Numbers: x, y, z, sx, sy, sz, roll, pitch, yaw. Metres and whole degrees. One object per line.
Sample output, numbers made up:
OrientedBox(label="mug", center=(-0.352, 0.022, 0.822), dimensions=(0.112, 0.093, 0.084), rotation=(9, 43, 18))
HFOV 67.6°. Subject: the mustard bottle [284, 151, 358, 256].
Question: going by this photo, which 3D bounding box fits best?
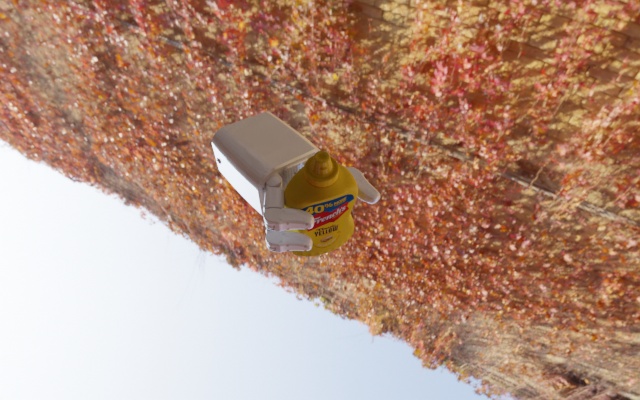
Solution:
OrientedBox(label="mustard bottle", center=(0.000, 0.002, 0.618), dimensions=(0.096, 0.058, 0.192), rotation=(-16, -32, -11))
